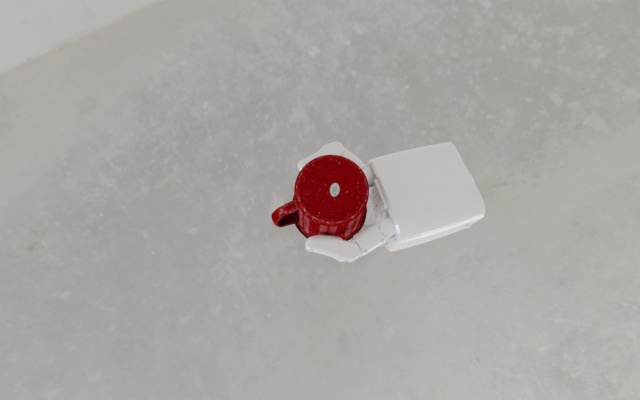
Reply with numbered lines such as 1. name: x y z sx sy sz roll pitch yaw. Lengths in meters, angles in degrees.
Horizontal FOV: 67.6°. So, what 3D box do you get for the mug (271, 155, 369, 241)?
1. mug: -0.001 0.002 0.544 0.117 0.093 0.081 -17 -15 -6
